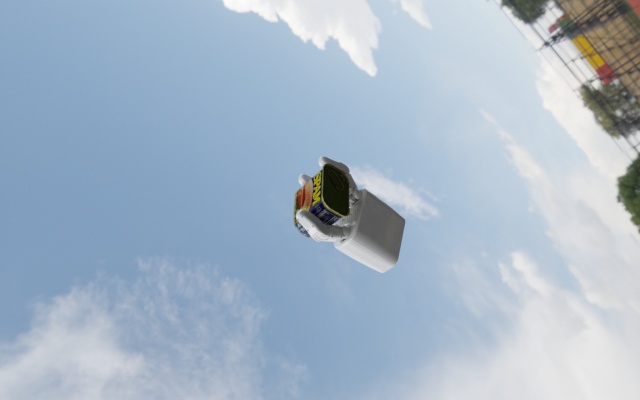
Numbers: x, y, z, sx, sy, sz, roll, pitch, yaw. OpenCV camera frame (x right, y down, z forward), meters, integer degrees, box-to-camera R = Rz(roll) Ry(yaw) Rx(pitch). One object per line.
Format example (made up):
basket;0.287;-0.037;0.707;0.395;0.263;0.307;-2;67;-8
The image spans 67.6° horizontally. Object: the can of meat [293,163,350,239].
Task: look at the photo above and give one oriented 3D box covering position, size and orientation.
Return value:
can of meat;0.000;0.003;0.801;0.057;0.102;0.084;30;-50;-27
